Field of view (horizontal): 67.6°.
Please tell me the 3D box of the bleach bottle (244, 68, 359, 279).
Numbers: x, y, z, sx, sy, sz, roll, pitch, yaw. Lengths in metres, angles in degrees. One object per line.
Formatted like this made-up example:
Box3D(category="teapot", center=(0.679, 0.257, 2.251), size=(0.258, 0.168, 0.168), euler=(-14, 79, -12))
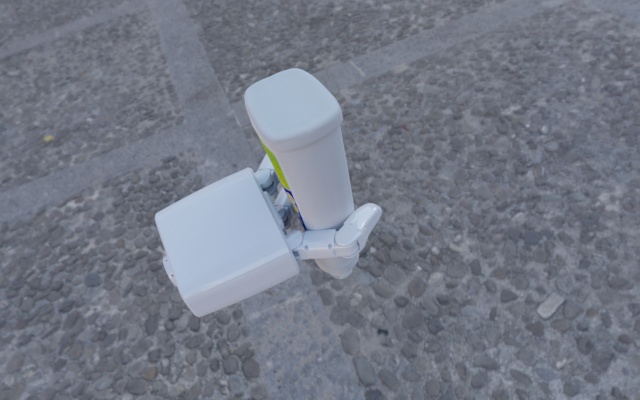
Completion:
Box3D(category="bleach bottle", center=(0.000, 0.001, 0.477), size=(0.068, 0.251, 0.102), euler=(-25, 44, -7))
